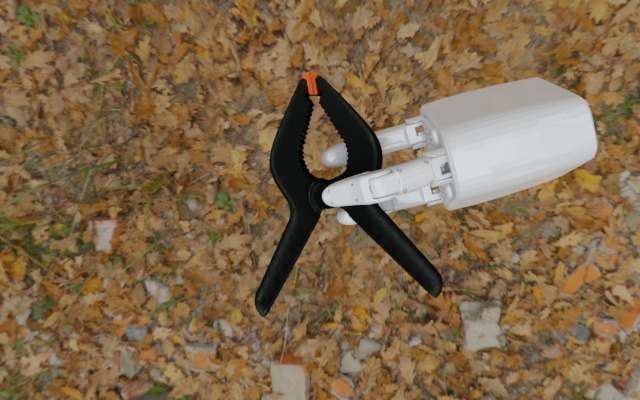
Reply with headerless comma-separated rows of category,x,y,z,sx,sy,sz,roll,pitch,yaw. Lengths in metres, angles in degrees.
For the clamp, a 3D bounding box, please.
clamp,0.000,0.001,0.406,0.164,0.210,0.036,-15,7,7
